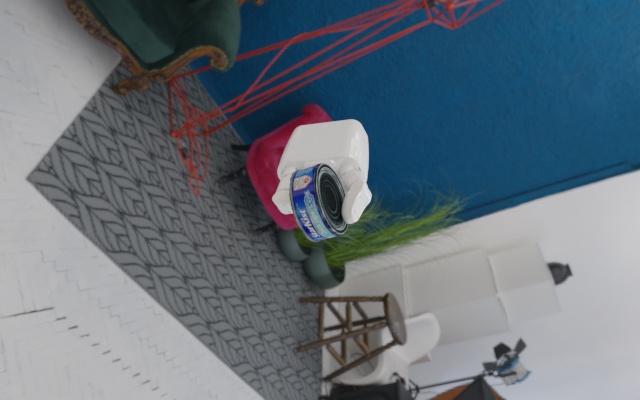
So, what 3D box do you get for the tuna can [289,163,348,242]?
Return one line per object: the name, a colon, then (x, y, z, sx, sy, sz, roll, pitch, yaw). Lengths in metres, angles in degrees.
tuna can: (0.001, 0.002, 0.541, 0.034, 0.086, 0.086, -15, -6, 23)
